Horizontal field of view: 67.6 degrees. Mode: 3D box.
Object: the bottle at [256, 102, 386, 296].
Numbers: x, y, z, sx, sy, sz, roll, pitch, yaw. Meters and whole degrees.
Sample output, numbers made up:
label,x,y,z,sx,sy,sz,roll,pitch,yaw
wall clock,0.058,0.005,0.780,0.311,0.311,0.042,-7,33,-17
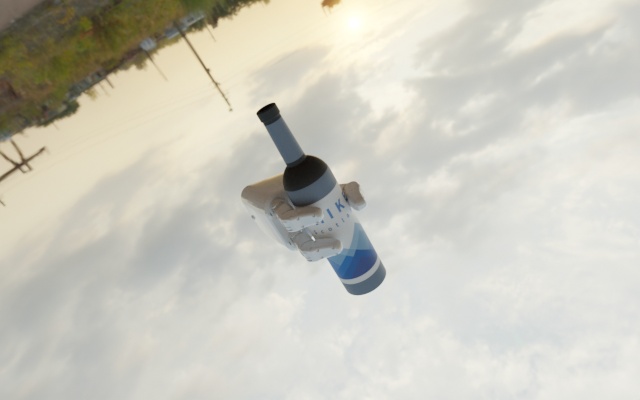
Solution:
label,x,y,z,sx,sy,sz,roll,pitch,yaw
bottle,0.000,0.002,0.644,0.069,0.296,0.069,-24,26,13
